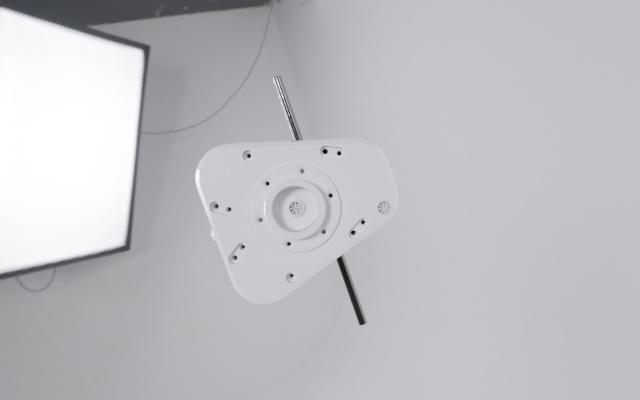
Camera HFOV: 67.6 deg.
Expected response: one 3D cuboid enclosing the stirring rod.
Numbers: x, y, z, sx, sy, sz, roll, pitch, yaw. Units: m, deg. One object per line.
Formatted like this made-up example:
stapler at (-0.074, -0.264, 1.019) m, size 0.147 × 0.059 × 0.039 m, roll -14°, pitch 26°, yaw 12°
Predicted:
stirring rod at (0.000, 0.002, 0.439) m, size 0.011 × 0.239 × 0.011 m, roll -19°, pitch 3°, yaw 1°
